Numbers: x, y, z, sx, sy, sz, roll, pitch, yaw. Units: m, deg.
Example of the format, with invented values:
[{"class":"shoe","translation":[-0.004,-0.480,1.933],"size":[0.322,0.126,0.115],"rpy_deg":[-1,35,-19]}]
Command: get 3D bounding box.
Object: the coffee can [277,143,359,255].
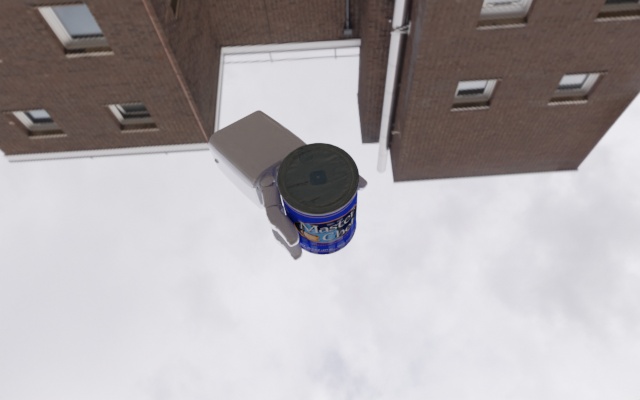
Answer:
[{"class":"coffee can","translation":[0.000,0.002,0.653],"size":[0.103,0.102,0.140],"rpy_deg":[0,-27,3]}]
